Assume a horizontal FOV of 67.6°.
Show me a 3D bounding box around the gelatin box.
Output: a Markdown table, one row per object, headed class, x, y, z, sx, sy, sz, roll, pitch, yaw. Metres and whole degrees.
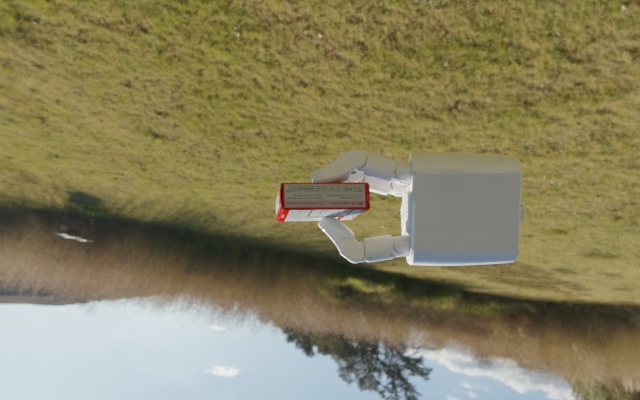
| class | x | y | z | sx | sy | sz | roll | pitch | yaw |
| --- | --- | --- | --- | --- | --- | --- | --- | --- | --- |
| gelatin box | 0.000 | 0.002 | 0.496 | 0.089 | 0.030 | 0.073 | -1 | -11 | -9 |
